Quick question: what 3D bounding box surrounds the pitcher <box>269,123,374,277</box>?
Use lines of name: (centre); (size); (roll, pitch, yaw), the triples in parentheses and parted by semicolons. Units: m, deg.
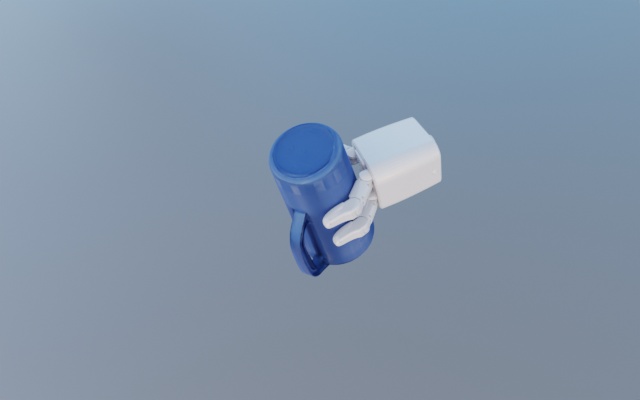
pitcher: (0.000, 0.002, 0.749); (0.145, 0.149, 0.243); (-23, -35, 0)
